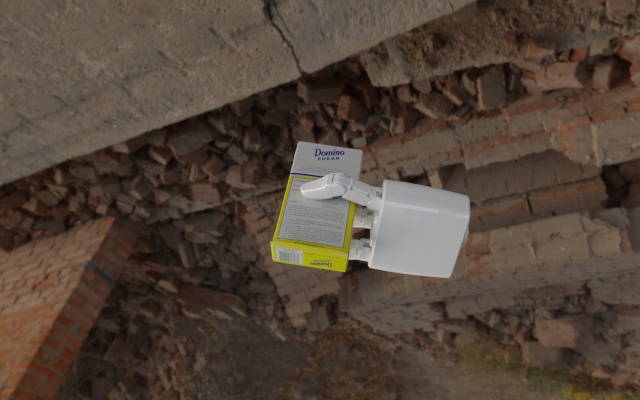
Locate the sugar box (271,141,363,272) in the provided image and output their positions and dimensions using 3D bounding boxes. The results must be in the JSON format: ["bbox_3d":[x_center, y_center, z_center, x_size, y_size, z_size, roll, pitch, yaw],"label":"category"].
[{"bbox_3d":[0.000,0.002,0.617,0.093,0.176,0.048,9,-42,4],"label":"sugar box"}]
